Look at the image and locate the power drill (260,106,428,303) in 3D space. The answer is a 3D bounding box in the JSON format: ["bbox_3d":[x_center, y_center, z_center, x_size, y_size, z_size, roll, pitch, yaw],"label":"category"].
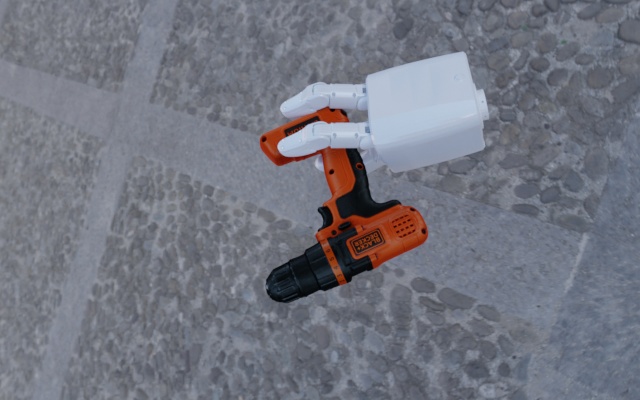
[{"bbox_3d":[0.000,0.001,0.531,0.184,0.187,0.057,-24,-15,-3],"label":"power drill"}]
